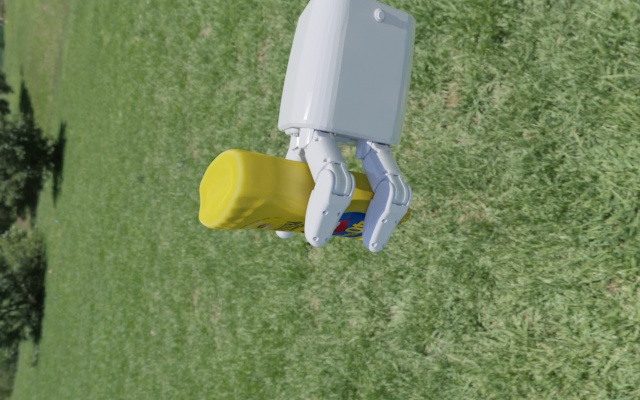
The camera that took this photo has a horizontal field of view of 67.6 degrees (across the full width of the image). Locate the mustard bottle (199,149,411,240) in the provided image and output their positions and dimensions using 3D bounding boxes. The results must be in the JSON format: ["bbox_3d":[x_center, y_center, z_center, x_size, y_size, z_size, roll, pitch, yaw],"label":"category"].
[{"bbox_3d":[0.000,0.002,0.415,0.191,0.058,0.096,7,-20,-30],"label":"mustard bottle"}]
